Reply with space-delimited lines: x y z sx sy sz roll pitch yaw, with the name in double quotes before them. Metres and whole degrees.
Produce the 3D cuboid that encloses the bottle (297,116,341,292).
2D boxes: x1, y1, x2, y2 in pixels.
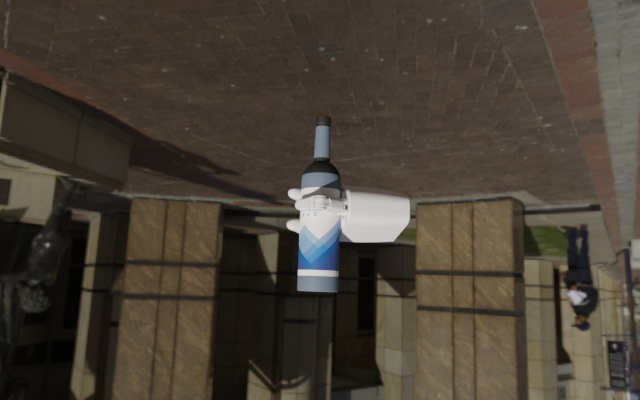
"bottle" 0.000 0.003 0.801 0.069 0.295 0.069 2 -10 0
